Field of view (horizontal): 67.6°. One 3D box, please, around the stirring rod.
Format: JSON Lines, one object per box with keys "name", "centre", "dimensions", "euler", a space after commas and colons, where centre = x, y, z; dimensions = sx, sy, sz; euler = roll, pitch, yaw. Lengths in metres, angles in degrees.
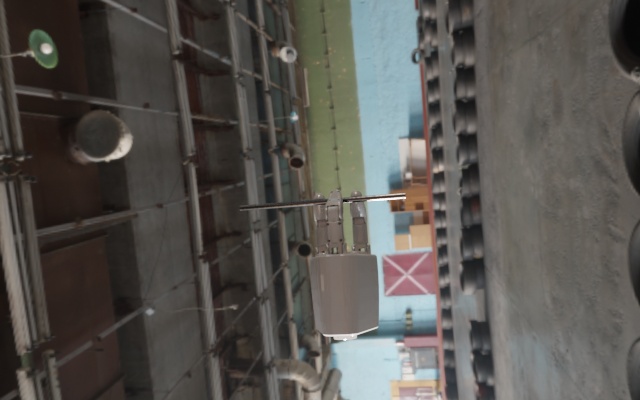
{"name": "stirring rod", "centre": [0.000, 0.002, 0.685], "dimensions": [0.239, 0.011, 0.011], "euler": [-4, -1, 9]}
